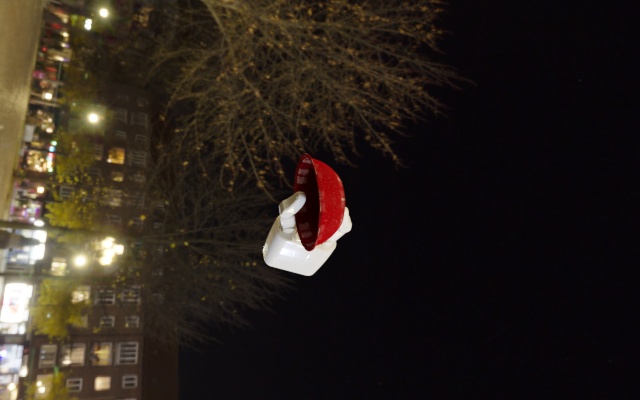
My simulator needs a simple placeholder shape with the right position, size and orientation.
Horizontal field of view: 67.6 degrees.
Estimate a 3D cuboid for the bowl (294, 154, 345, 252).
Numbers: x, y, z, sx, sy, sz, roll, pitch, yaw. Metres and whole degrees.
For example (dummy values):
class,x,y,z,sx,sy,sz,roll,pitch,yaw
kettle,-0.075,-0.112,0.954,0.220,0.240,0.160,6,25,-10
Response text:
class,x,y,z,sx,sy,sz,roll,pitch,yaw
bowl,0.001,0.002,0.791,0.055,0.162,0.162,-3,1,-17
